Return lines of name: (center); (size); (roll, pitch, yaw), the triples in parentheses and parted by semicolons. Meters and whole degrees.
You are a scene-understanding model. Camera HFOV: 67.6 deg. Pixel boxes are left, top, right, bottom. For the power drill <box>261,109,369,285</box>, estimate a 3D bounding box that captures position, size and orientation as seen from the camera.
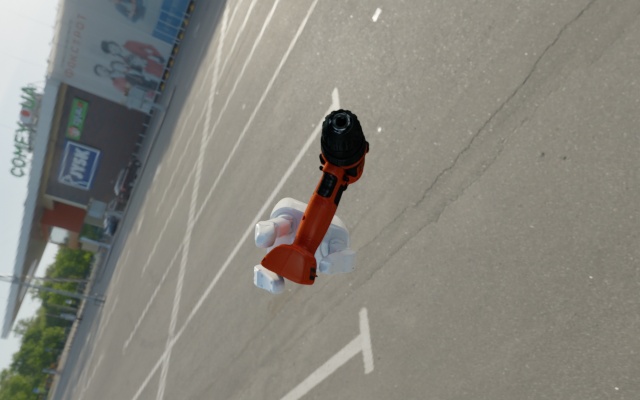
power drill: (0.000, 0.002, 0.546); (0.057, 0.187, 0.184); (25, -8, 11)
